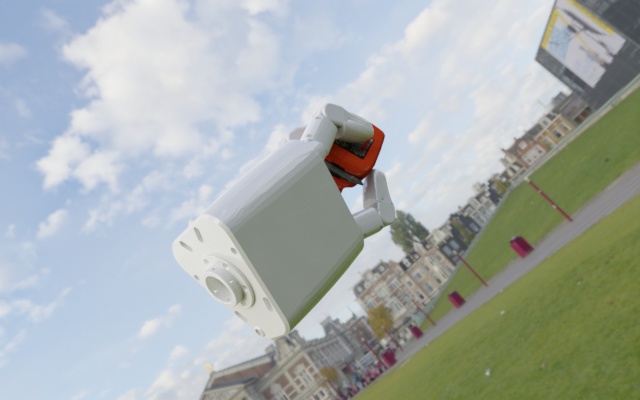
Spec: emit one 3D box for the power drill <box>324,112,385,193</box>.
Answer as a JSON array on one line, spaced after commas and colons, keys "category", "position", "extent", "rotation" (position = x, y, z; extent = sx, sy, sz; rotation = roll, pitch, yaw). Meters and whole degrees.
[{"category": "power drill", "position": [0.000, 0.001, 0.511], "extent": [0.057, 0.188, 0.184], "rotation": [28, 32, 0]}]
